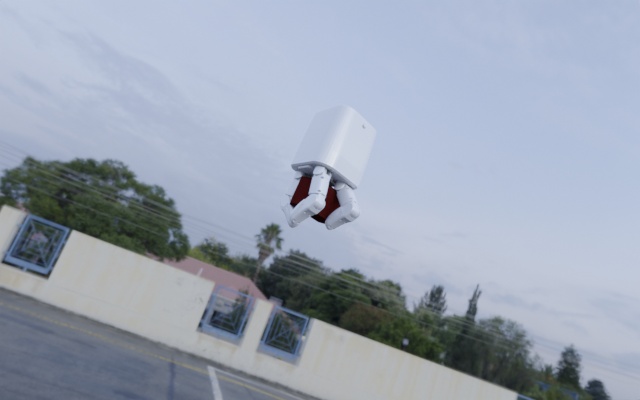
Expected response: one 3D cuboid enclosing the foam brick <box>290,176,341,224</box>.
[{"bbox_3d":[0.000,0.003,0.775,0.053,0.051,0.078,13,-15,45],"label":"foam brick"}]
